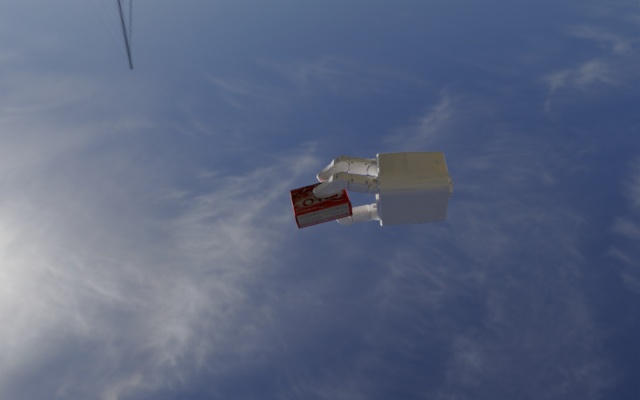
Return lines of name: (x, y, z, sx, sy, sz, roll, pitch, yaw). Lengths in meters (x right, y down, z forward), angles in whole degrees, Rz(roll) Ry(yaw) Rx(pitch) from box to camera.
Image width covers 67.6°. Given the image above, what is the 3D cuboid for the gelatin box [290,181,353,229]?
gelatin box: (0.000, 0.003, 0.757, 0.089, 0.030, 0.073, -15, 35, -1)
